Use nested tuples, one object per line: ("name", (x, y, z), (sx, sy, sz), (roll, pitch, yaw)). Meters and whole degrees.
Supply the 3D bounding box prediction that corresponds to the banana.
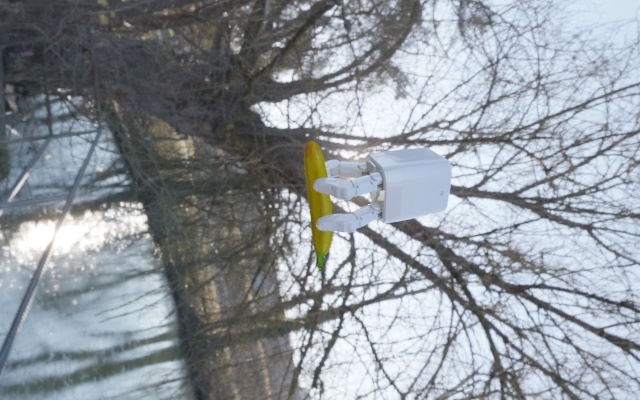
("banana", (-0.001, 0.002, 0.752), (0.037, 0.198, 0.069), (-7, 13, -3))
